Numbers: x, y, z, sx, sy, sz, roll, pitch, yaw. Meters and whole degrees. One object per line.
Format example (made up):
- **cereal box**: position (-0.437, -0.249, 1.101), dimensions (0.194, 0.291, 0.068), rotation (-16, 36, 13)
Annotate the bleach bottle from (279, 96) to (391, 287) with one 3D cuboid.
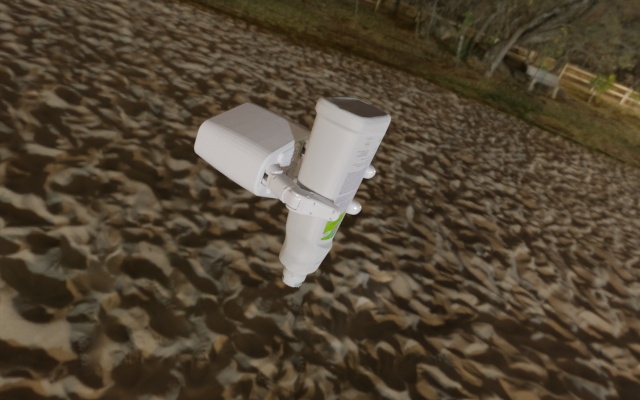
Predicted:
- **bleach bottle**: position (0.000, 0.002, 0.584), dimensions (0.068, 0.251, 0.102), rotation (32, 25, 22)
